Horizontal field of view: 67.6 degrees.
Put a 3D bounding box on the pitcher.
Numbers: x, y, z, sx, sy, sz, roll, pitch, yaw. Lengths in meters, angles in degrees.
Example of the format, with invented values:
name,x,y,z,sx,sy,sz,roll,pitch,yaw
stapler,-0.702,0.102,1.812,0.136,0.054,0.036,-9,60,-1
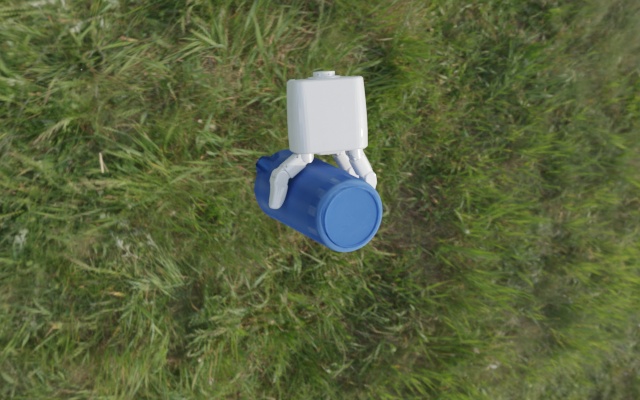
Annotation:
name,x,y,z,sx,sy,sz,roll,pitch,yaw
pitcher,0.000,0.002,0.773,0.149,0.145,0.242,-10,17,-24
